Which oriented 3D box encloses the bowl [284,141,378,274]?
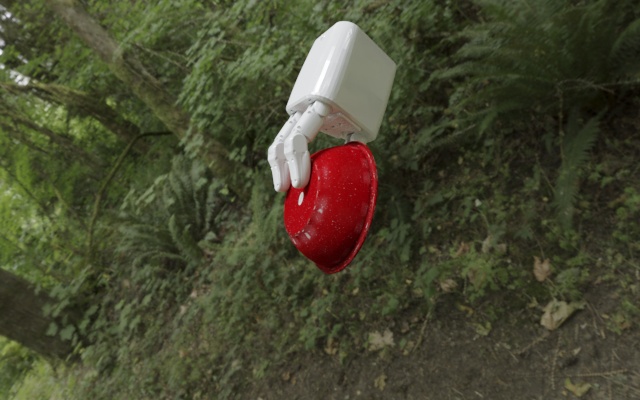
[{"bbox_3d":[0.000,0.003,0.559,0.055,0.162,0.162,13,-6,-25],"label":"bowl"}]
